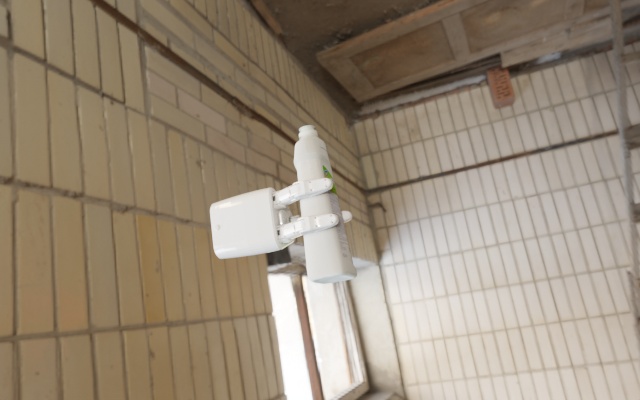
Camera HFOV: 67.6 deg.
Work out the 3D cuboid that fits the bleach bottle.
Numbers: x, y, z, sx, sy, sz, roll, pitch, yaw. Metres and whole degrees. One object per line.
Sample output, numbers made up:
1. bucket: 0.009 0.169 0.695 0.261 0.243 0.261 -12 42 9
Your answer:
1. bleach bottle: 0.000 0.003 0.765 0.068 0.250 0.102 -13 -16 12
